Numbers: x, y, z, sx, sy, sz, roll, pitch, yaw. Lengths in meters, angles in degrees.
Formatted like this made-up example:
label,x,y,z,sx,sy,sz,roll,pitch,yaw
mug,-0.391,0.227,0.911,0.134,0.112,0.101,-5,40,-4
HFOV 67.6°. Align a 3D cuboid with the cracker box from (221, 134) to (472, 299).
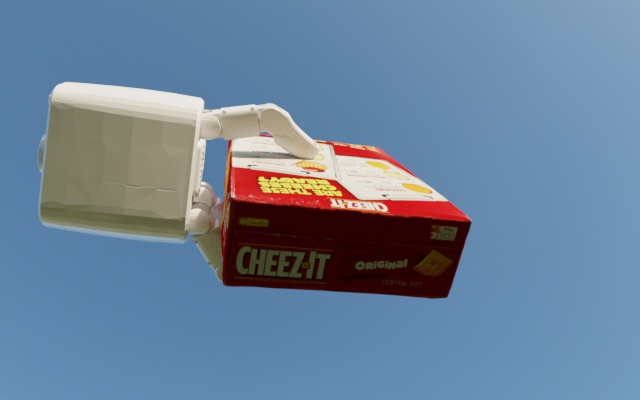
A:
label,x,y,z,sx,sy,sz,roll,pitch,yaw
cracker box,0.000,0.001,0.411,0.164,0.072,0.213,5,19,-13
